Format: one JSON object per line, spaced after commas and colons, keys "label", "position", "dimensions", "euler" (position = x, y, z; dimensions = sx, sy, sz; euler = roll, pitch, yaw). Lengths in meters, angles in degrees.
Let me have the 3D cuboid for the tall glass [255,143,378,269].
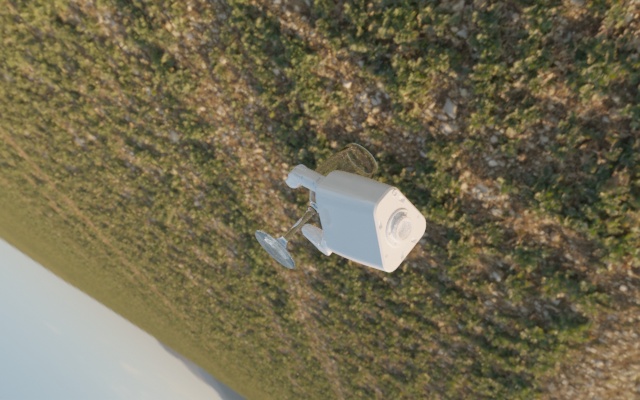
{"label": "tall glass", "position": [0.000, 0.003, 0.699], "dimensions": [0.201, 0.079, 0.079], "euler": [-47, 22, -22]}
